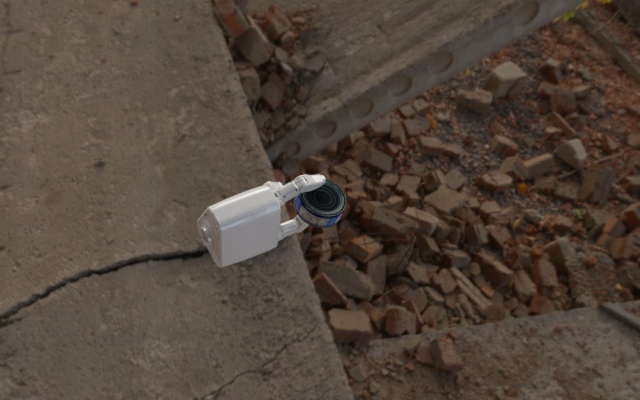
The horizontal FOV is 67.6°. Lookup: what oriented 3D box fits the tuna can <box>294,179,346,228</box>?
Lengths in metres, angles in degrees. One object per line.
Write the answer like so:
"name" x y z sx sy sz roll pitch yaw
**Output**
"tuna can" 0.000 0.002 0.815 0.086 0.086 0.034 0 -37 -22
